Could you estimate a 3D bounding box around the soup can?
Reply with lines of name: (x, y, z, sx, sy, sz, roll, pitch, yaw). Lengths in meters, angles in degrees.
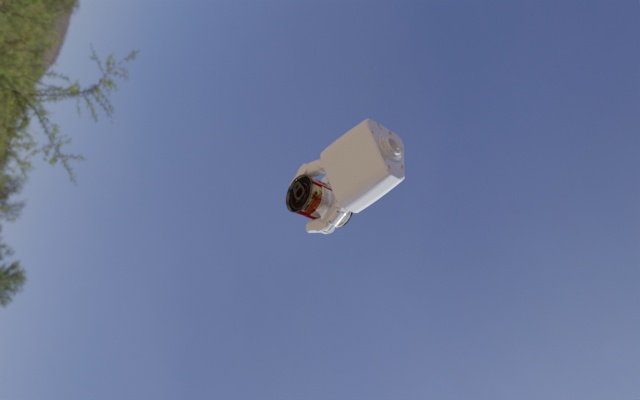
soup can: (0.000, 0.003, 0.833, 0.102, 0.068, 0.068, 22, -14, -37)
